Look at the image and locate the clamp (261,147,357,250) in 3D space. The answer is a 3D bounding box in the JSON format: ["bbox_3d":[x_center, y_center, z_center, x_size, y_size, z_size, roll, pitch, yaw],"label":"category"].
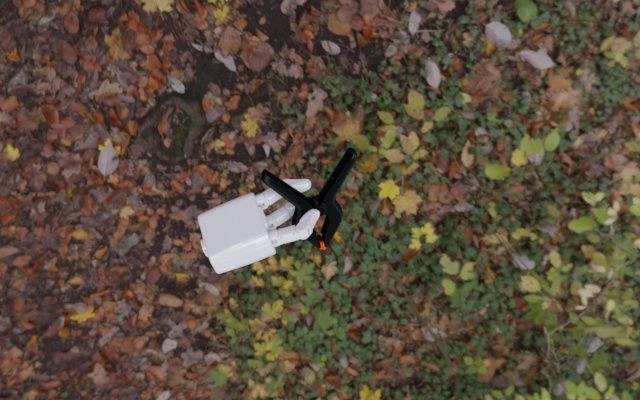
[{"bbox_3d":[0.000,0.004,0.850,0.164,0.210,0.036,-19,41,-3],"label":"clamp"}]
